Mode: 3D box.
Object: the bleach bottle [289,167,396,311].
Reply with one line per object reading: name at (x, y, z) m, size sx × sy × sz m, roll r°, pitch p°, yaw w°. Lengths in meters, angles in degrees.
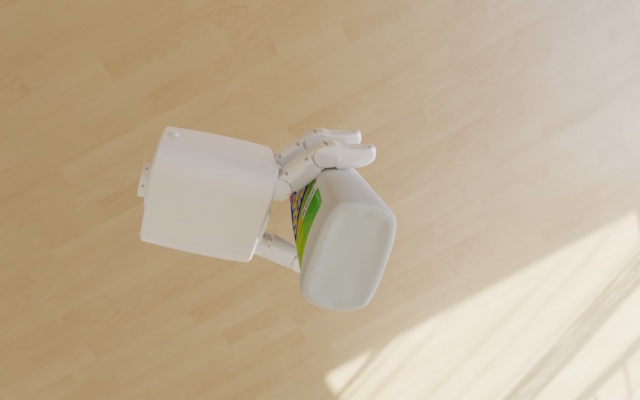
bleach bottle at (0.000, 0.002, 0.496) m, size 0.068 × 0.102 × 0.250 m, roll 13°, pitch 18°, yaw -17°
